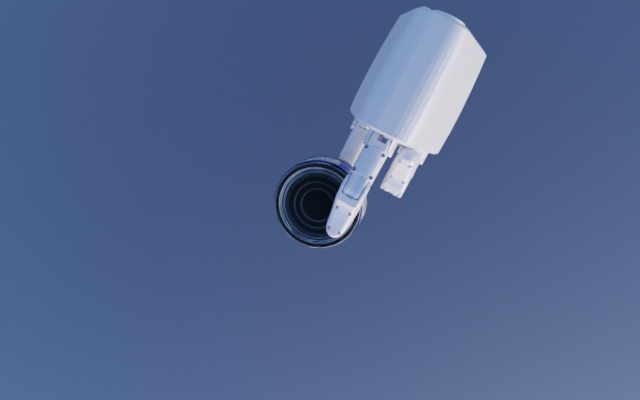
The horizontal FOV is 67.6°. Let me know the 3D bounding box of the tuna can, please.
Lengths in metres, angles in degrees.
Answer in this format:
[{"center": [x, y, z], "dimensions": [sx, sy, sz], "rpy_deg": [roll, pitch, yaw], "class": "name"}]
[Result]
[{"center": [0.000, 0.002, 0.456], "dimensions": [0.086, 0.086, 0.033], "rpy_deg": [0, 13, 13], "class": "tuna can"}]
